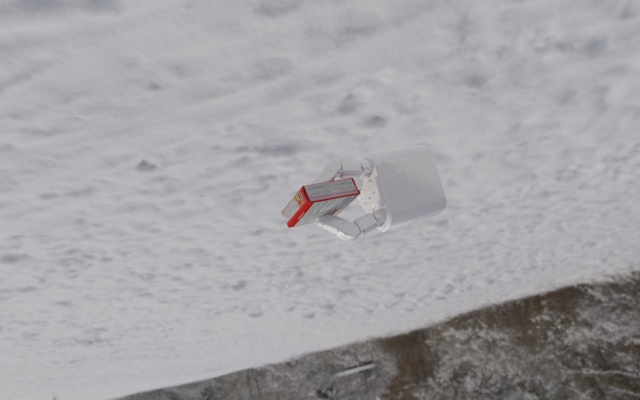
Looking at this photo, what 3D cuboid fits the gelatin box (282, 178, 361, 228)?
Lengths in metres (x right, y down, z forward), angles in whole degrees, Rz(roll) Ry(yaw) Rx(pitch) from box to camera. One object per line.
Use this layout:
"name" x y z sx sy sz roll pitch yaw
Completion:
"gelatin box" 0.000 0.003 0.666 0.089 0.030 0.073 -12 -23 -35
